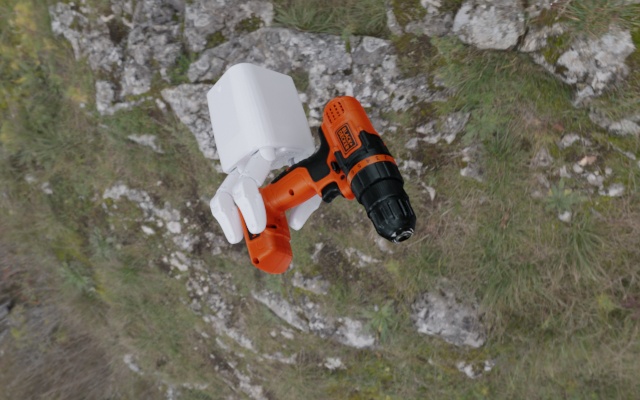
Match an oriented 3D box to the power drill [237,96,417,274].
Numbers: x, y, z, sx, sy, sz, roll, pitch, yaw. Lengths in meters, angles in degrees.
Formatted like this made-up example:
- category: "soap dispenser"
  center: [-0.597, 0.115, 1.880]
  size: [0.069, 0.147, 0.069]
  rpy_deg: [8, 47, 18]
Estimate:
- category: "power drill"
  center: [0.000, 0.002, 0.516]
  size: [0.188, 0.184, 0.057]
  rpy_deg: [-36, -38, 22]
